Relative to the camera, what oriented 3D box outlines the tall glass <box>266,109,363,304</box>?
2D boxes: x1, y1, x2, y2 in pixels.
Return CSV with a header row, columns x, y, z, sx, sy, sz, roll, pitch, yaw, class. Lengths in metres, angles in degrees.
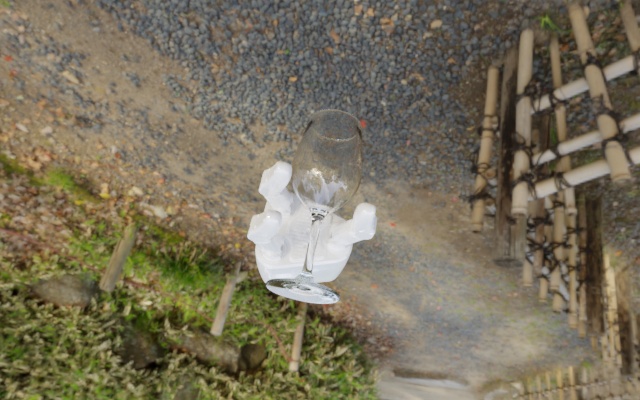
x,y,z,sx,sy,sz,roll,pitch,yaw,class
0.000,0.002,0.508,0.079,0.201,0.079,9,-25,4,tall glass
